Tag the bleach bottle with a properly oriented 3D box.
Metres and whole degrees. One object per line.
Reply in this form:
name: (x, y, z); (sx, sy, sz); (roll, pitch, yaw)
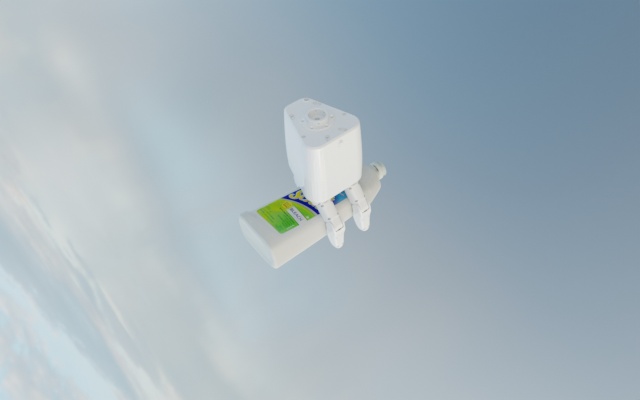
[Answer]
bleach bottle: (0.000, 0.003, 0.774); (0.251, 0.068, 0.102); (-33, 54, -22)
